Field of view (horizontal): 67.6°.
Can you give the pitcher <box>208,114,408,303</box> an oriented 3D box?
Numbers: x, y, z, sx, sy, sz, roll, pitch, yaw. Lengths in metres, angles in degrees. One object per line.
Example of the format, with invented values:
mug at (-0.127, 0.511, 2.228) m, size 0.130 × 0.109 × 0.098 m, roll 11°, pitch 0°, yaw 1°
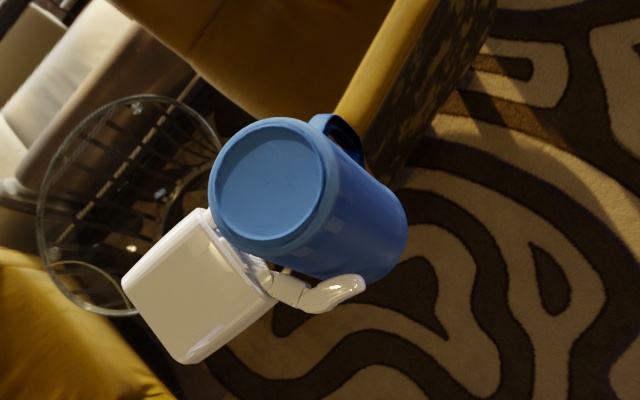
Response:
pitcher at (0.000, 0.002, 0.461) m, size 0.145 × 0.149 × 0.243 m, roll -41°, pitch -22°, yaw 6°
